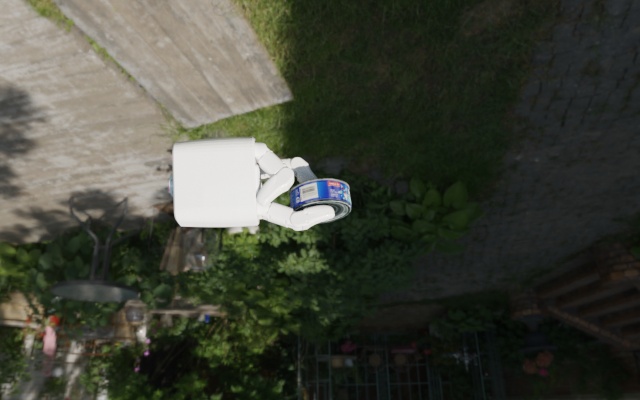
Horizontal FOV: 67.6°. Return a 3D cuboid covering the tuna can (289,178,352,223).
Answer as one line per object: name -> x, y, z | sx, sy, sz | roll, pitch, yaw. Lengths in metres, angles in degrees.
tuna can -> 0.000, 0.003, 0.668 | 0.086, 0.033, 0.086 | -6, -23, -2
